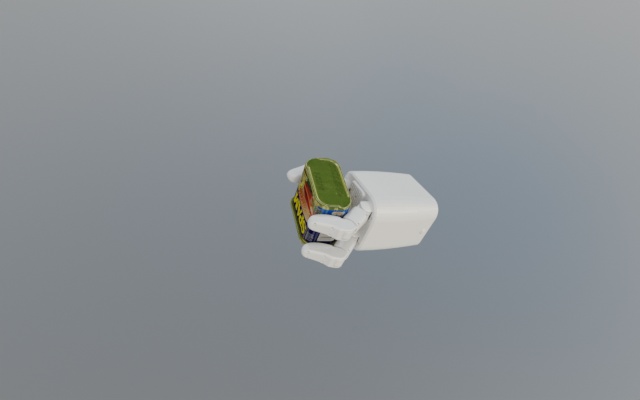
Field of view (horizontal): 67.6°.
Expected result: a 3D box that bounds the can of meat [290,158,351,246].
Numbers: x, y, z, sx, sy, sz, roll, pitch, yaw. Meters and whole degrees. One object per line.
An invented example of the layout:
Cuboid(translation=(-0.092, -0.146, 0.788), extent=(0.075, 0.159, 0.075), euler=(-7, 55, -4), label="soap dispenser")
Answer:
Cuboid(translation=(0.000, 0.002, 0.671), extent=(0.057, 0.102, 0.084), euler=(1, -43, -20), label="can of meat")
